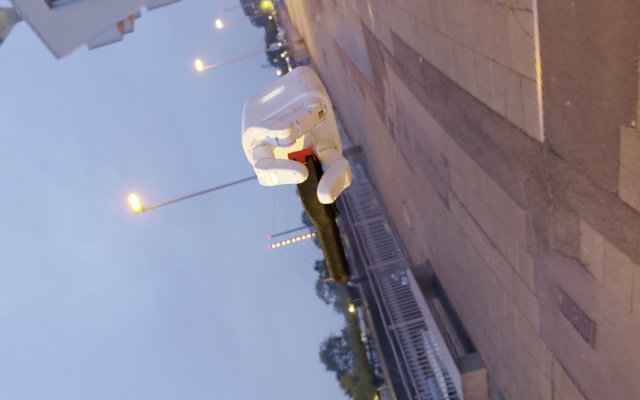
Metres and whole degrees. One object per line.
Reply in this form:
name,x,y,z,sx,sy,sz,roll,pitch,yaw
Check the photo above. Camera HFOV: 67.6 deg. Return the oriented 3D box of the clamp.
clamp,-0.001,0.002,0.570,0.039,0.172,0.120,-16,34,1
